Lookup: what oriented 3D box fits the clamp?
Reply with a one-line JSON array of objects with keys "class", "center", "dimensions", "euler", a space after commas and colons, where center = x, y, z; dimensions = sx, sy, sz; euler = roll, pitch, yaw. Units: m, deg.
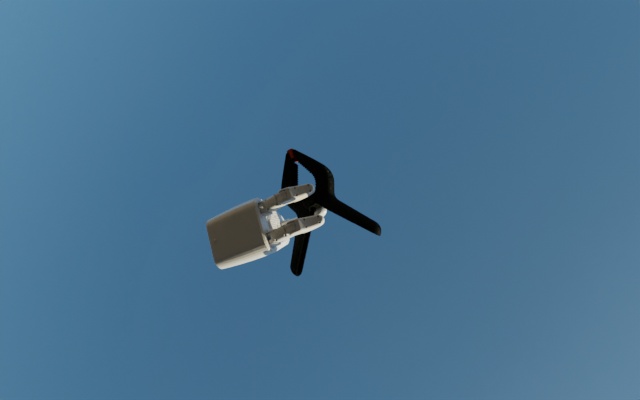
[{"class": "clamp", "center": [0.000, 0.002, 0.797], "dimensions": [0.164, 0.210, 0.036], "euler": [-21, -16, 15]}]
